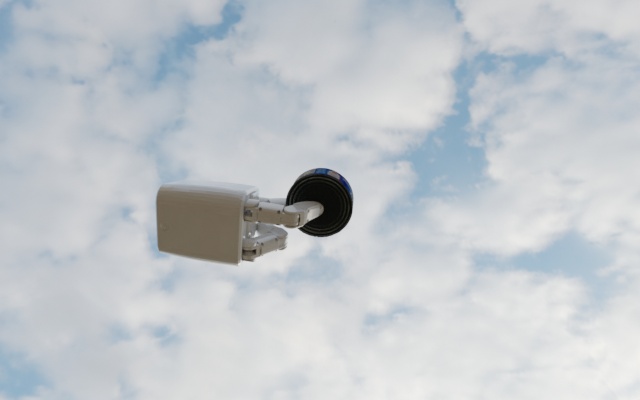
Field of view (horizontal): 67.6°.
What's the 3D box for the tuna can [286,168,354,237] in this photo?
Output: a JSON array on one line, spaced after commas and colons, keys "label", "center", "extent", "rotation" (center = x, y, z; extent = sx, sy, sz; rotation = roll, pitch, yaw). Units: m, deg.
[{"label": "tuna can", "center": [0.000, 0.002, 0.616], "extent": [0.086, 0.086, 0.033], "rotation": [0, 20, 8]}]
